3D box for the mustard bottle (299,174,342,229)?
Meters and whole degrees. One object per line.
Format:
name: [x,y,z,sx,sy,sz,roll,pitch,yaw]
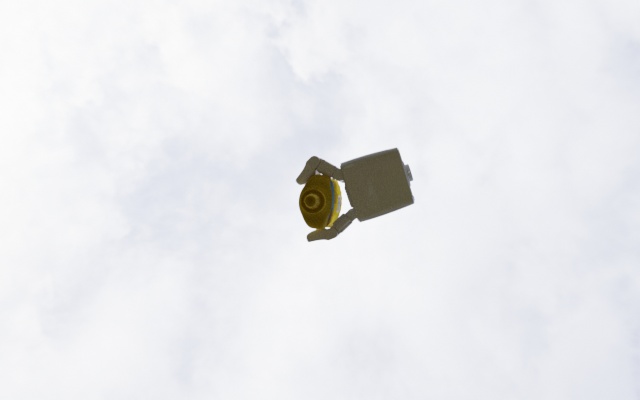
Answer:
mustard bottle: [0.000,0.003,0.852,0.058,0.096,0.191,7,0,9]
